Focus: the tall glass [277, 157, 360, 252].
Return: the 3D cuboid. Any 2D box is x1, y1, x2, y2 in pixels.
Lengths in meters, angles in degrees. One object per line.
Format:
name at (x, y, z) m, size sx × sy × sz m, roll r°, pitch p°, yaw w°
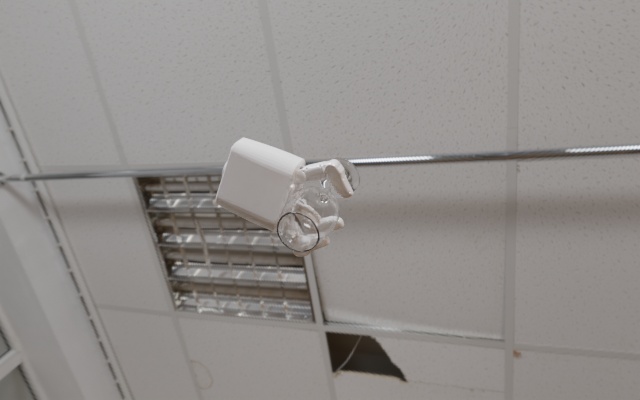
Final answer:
tall glass at (0.000, 0.002, 0.730) m, size 0.079 × 0.079 × 0.201 m, roll 0°, pitch 25°, yaw 20°
